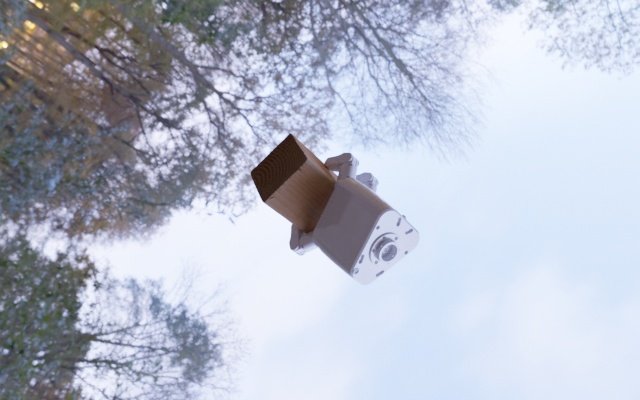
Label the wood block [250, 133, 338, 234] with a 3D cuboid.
[{"bbox_3d":[0.000,0.003,0.750,0.206,0.091,0.090,40,12,-37],"label":"wood block"}]
